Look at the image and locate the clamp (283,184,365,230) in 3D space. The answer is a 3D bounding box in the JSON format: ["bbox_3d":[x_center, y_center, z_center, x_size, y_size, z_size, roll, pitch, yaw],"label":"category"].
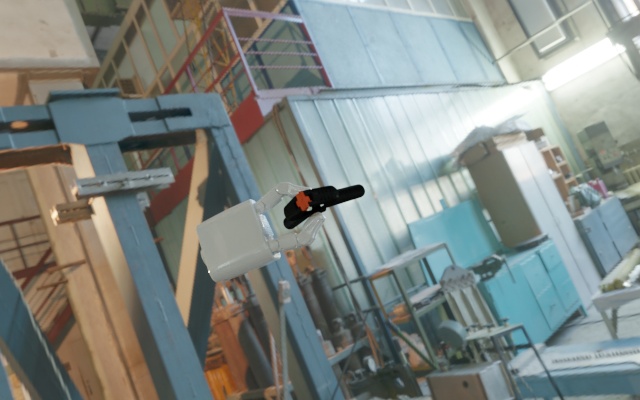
[{"bbox_3d":[0.000,0.002,0.803,0.164,0.036,0.210,-25,-8,1],"label":"clamp"}]
